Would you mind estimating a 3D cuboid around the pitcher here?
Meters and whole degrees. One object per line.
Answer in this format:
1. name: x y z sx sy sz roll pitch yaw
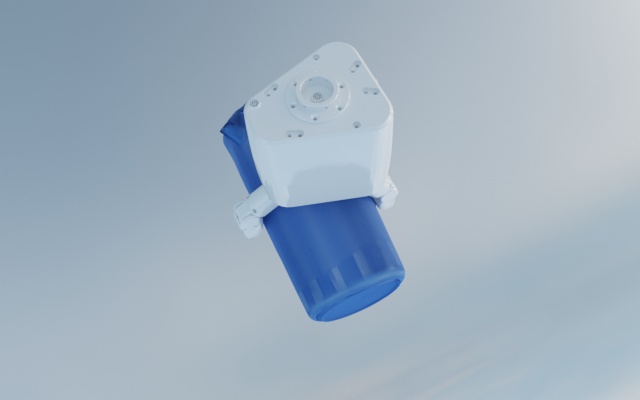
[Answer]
1. pitcher: 0.000 0.002 0.532 0.149 0.242 0.145 -22 -24 -8
